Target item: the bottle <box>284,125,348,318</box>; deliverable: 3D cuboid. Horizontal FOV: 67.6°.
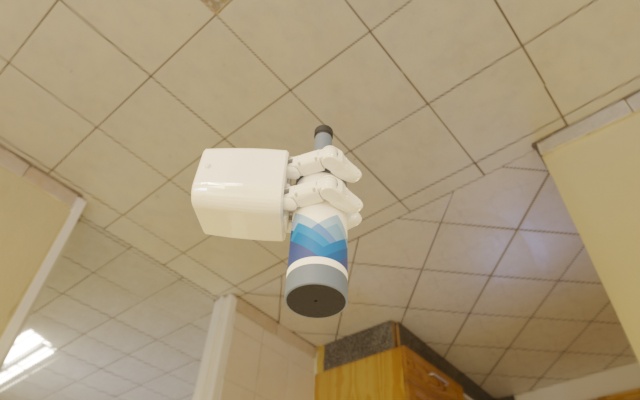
[{"bbox_3d":[0.000,0.002,0.600,0.069,0.069,0.295,1,45,1],"label":"bottle"}]
